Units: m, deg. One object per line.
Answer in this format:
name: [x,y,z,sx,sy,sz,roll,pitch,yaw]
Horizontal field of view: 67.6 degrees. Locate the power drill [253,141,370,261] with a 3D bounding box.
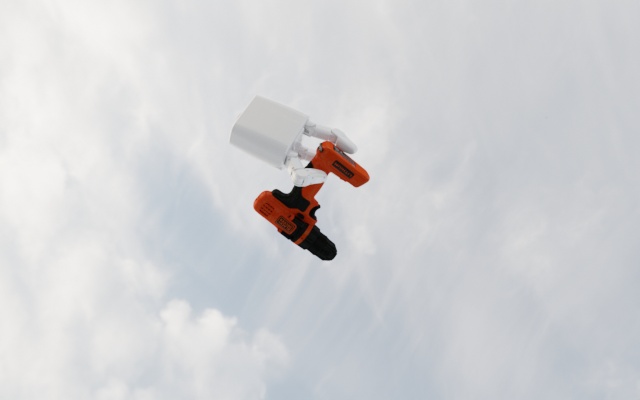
power drill: [0.000,0.002,0.856,0.184,0.188,0.057,38,16,-15]
